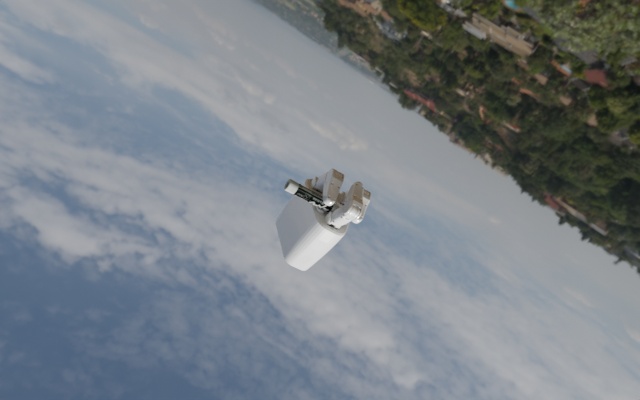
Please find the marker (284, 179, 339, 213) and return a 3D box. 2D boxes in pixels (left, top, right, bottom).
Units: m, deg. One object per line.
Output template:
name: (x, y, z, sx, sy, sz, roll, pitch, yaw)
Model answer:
marker: (0.000, 0.002, 0.731, 0.121, 0.020, 0.020, 28, -11, -21)
